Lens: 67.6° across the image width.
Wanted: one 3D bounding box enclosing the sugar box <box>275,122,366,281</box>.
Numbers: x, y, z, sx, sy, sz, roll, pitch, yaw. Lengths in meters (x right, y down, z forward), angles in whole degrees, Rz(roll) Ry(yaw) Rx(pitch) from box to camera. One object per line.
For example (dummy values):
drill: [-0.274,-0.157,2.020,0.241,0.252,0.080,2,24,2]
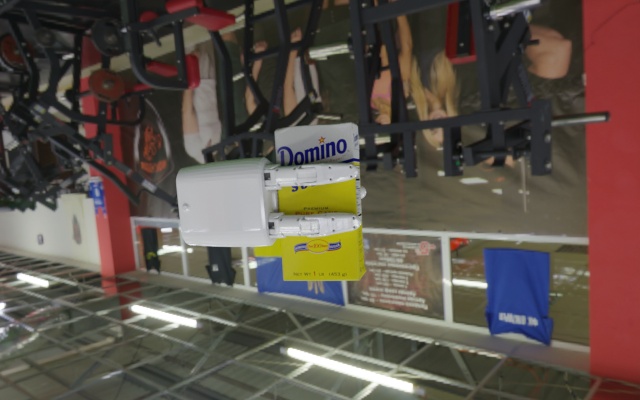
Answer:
sugar box: [0.000,0.002,0.550,0.093,0.176,0.048,-3,5,14]
